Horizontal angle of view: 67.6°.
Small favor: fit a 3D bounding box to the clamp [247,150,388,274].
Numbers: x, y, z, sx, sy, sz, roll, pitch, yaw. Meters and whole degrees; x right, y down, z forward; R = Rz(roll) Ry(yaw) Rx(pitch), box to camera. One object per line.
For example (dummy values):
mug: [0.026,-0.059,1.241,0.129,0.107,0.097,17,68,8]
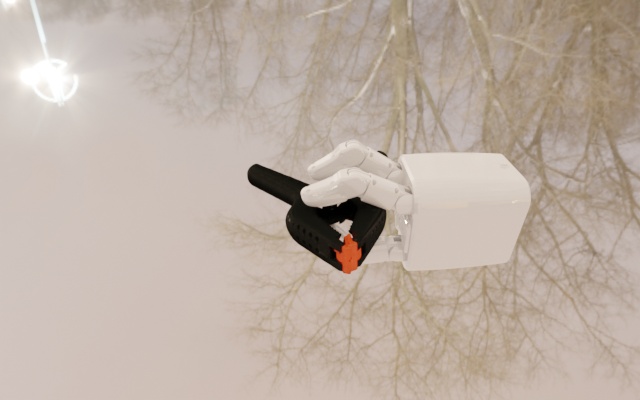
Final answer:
clamp: [0.000,0.003,0.479,0.164,0.036,0.210,-4,28,1]
